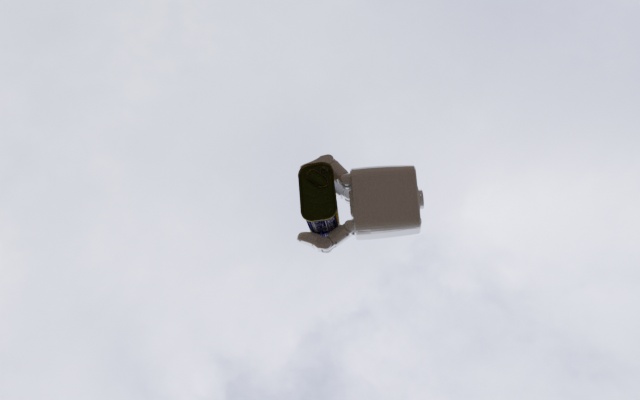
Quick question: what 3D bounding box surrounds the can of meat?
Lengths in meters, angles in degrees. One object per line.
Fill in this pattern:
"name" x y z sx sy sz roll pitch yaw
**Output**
"can of meat" 0.000 0.003 0.779 0.057 0.102 0.084 -8 -27 5
